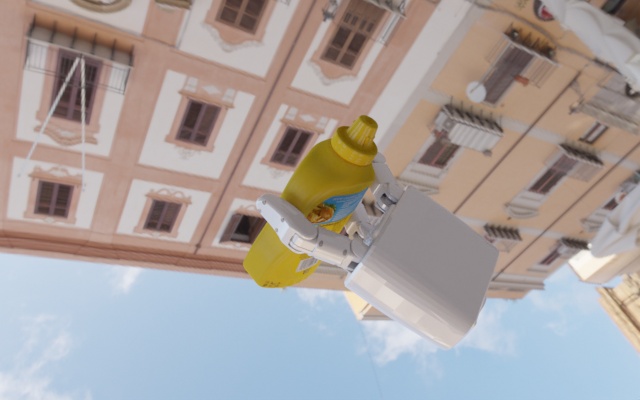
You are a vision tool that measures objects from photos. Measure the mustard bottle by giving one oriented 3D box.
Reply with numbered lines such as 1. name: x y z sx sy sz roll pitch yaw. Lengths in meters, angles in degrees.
1. mustard bottle: 0.000 0.001 0.453 0.096 0.192 0.058 -14 55 -47
